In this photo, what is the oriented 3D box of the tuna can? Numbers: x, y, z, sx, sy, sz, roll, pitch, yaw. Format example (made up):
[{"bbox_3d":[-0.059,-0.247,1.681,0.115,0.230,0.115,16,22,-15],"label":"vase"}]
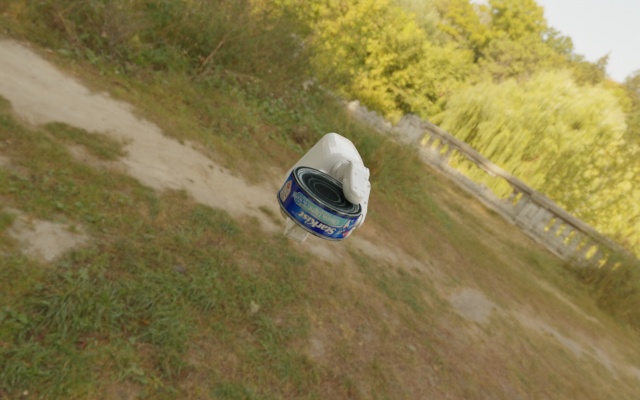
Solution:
[{"bbox_3d":[0.000,0.001,0.494,0.086,0.034,0.086,28,22,-13],"label":"tuna can"}]
